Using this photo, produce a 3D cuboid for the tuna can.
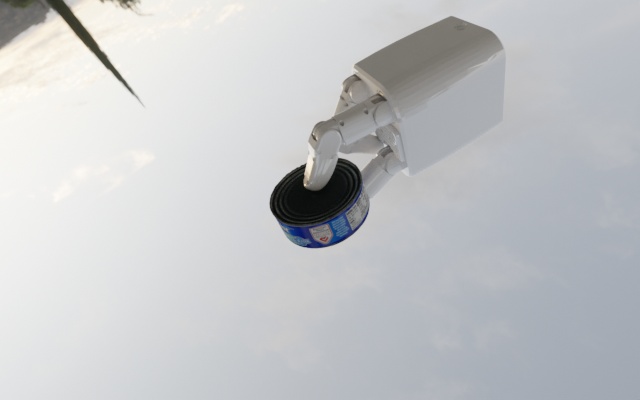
[{"bbox_3d":[0.000,0.002,0.428,0.086,0.034,0.086,-14,40,12],"label":"tuna can"}]
